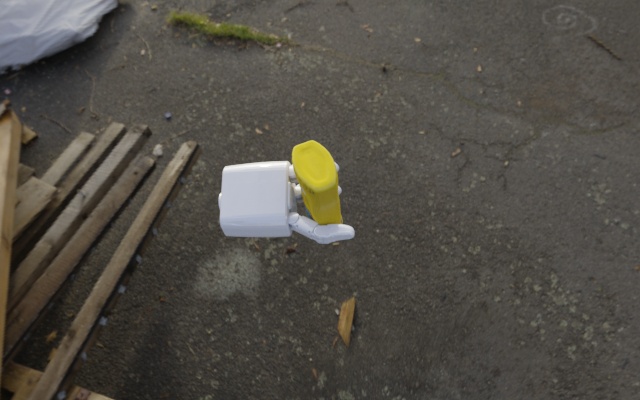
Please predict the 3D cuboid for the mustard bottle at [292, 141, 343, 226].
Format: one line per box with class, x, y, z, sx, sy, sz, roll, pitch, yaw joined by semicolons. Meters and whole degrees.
mustard bottle;0.000;0.002;0.745;0.058;0.096;0.192;-22;-34;-9
